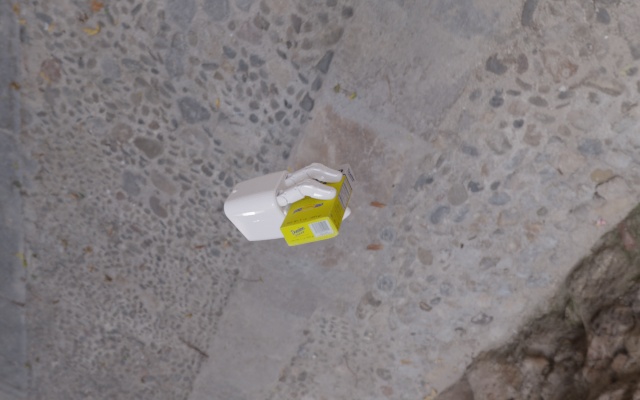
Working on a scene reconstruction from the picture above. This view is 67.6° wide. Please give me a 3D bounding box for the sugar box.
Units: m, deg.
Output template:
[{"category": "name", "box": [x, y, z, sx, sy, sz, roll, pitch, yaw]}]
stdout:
[{"category": "sugar box", "box": [0.000, 0.002, 0.834, 0.093, 0.048, 0.176, -14, 31, 23]}]
